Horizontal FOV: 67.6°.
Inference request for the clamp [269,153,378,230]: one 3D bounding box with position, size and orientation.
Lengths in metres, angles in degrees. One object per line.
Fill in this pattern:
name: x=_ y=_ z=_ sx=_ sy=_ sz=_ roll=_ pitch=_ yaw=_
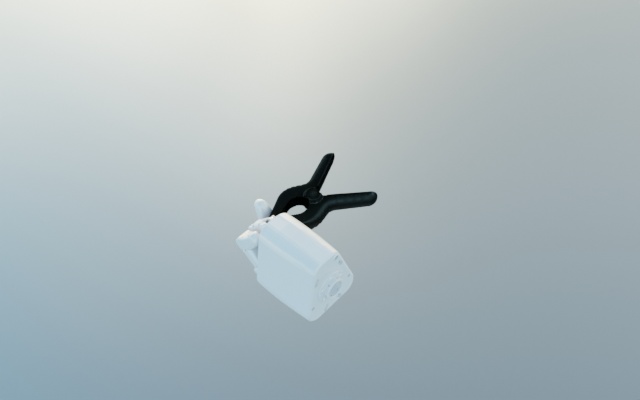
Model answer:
clamp: x=0.000 y=0.002 z=0.732 sx=0.120 sy=0.039 sz=0.171 roll=34 pitch=63 yaw=30
